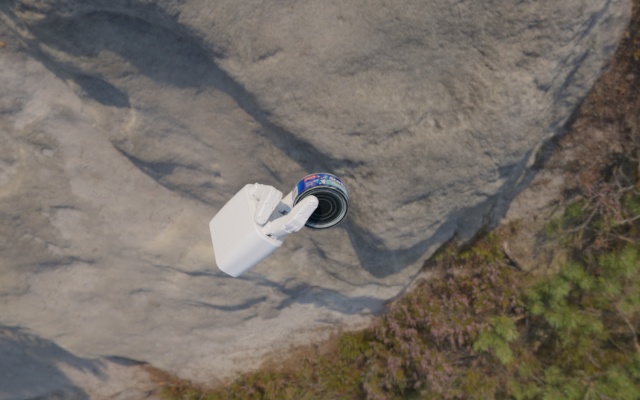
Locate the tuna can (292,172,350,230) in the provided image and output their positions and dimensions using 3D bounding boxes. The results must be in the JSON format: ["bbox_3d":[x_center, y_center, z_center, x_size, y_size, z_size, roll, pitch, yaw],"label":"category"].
[{"bbox_3d":[0.000,0.003,0.717,0.086,0.086,0.033,0,38,-6],"label":"tuna can"}]
